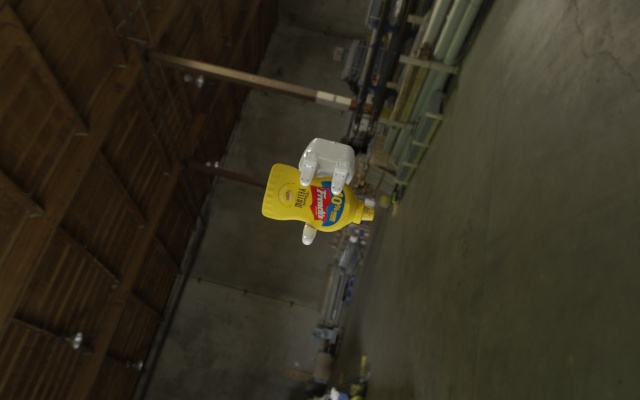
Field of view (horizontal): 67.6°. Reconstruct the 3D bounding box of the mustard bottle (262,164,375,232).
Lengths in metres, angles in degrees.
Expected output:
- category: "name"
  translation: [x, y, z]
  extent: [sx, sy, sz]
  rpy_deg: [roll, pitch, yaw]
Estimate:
- category: "mustard bottle"
  translation: [0.000, 0.003, 0.838]
  extent: [0.191, 0.096, 0.058]
  rpy_deg: [14, 4, 1]
